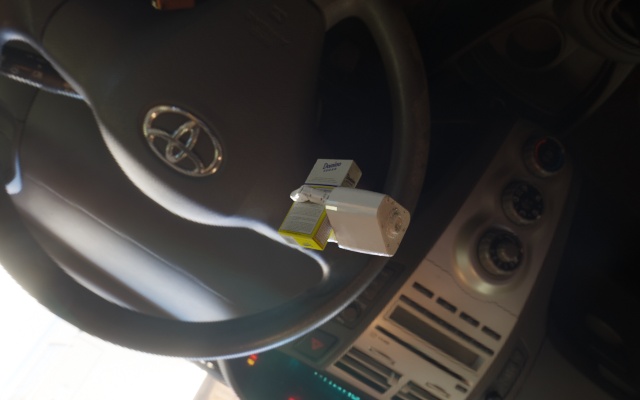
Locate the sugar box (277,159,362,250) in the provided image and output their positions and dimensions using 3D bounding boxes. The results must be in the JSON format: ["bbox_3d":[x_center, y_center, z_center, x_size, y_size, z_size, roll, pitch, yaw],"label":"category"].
[{"bbox_3d":[0.000,0.003,0.890,0.093,0.176,0.048,7,-34,41],"label":"sugar box"}]
